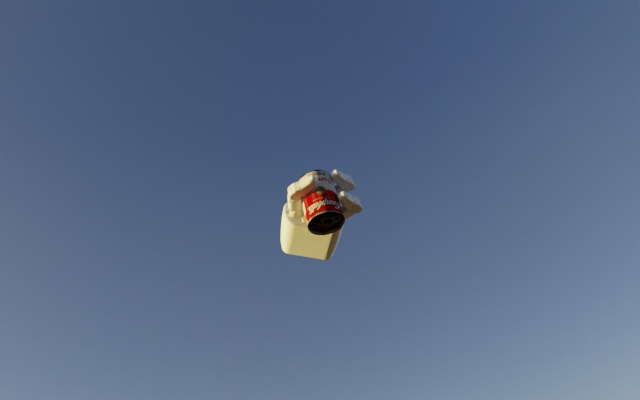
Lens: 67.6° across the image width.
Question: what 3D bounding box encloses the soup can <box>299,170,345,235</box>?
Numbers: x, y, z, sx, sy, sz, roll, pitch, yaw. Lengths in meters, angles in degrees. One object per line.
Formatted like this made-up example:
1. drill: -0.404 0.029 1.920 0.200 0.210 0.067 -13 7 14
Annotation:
1. soup can: 0.000 0.002 0.867 0.068 0.102 0.069 -9 -39 -7
